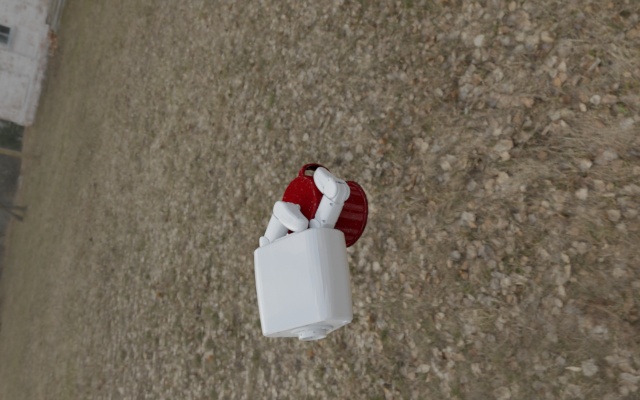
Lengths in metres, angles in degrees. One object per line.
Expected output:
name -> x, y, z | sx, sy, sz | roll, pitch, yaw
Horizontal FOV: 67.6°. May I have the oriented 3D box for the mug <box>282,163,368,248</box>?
mug -> 0.000, 0.001, 0.628 | 0.081, 0.117, 0.093 | 11, -31, -36
